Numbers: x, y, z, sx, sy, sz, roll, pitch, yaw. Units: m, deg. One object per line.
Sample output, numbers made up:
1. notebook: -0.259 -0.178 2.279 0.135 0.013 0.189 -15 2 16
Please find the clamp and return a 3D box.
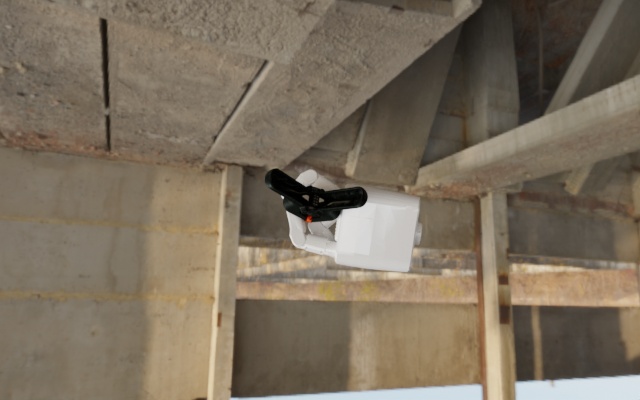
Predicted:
1. clamp: 0.000 0.003 0.617 0.120 0.039 0.171 16 -10 8
